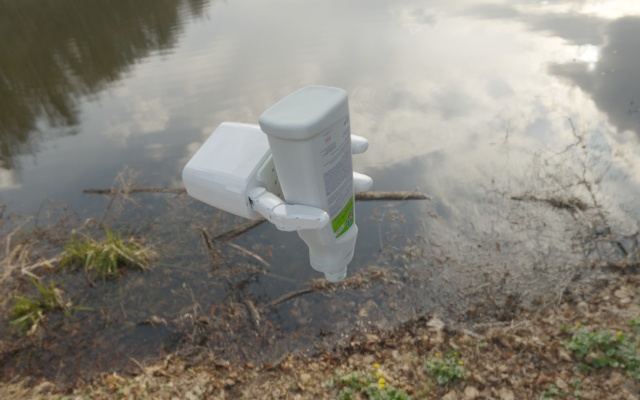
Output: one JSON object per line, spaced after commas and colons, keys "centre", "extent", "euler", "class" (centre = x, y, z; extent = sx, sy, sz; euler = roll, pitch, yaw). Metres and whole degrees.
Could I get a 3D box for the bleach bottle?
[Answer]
{"centre": [0.000, 0.002, 0.557], "extent": [0.068, 0.251, 0.102], "euler": [16, 42, 31], "class": "bleach bottle"}
